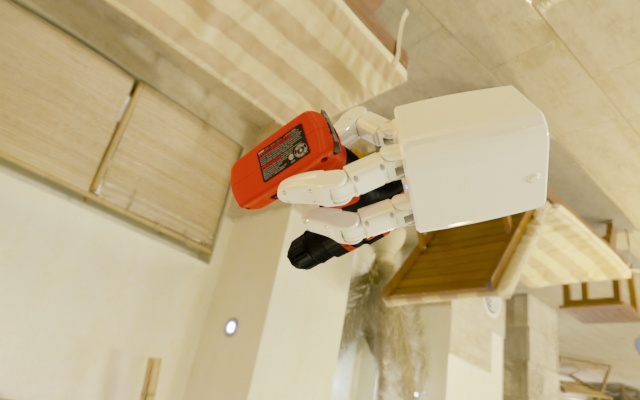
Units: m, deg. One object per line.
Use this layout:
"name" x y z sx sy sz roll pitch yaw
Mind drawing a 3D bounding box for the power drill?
"power drill" 0.000 0.001 0.481 0.184 0.057 0.188 -34 -35 20
